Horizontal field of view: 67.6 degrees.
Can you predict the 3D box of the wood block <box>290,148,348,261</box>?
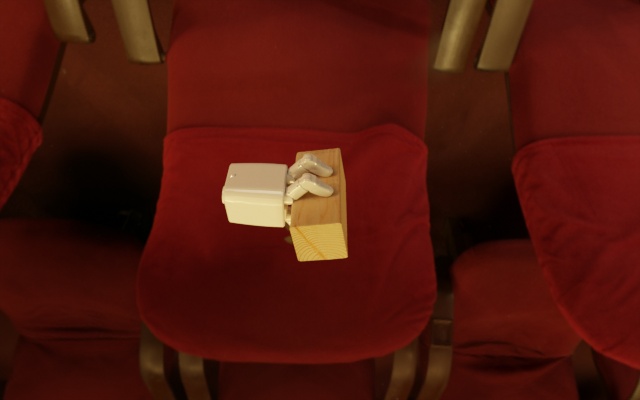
[{"bbox_3d":[0.000,0.003,0.888,0.090,0.091,0.206,-5,43,7],"label":"wood block"}]
